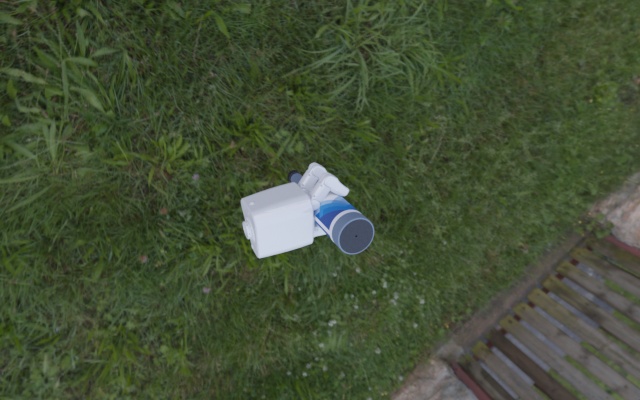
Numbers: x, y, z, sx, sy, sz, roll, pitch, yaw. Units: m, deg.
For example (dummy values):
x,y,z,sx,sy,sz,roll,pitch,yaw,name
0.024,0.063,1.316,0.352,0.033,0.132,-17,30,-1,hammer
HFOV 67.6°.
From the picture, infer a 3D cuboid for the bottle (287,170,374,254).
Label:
x,y,z,sx,sy,sz,roll,pitch,yaw,name
0.000,0.003,0.897,0.069,0.069,0.295,0,22,-25,bottle
